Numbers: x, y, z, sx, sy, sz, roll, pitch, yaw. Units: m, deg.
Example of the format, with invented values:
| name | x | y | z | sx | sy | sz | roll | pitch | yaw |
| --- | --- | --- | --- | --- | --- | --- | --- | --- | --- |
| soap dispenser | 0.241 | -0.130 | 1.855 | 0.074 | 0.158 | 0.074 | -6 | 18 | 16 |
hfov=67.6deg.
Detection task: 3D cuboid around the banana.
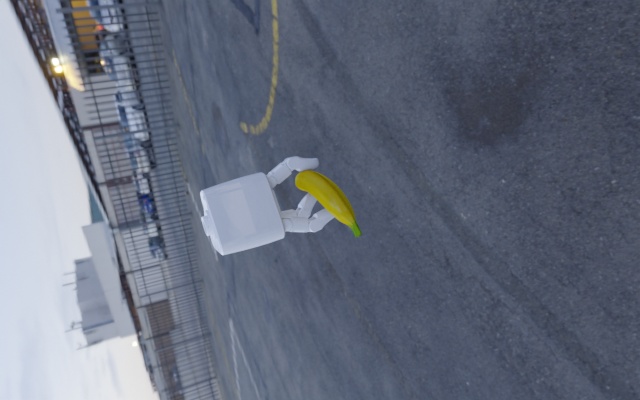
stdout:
| name | x | y | z | sx | sy | sz | roll | pitch | yaw |
| --- | --- | --- | --- | --- | --- | --- | --- | --- | --- |
| banana | 0.000 | -0.011 | 0.780 | 0.037 | 0.070 | 0.197 | -21 | 36 | -20 |
